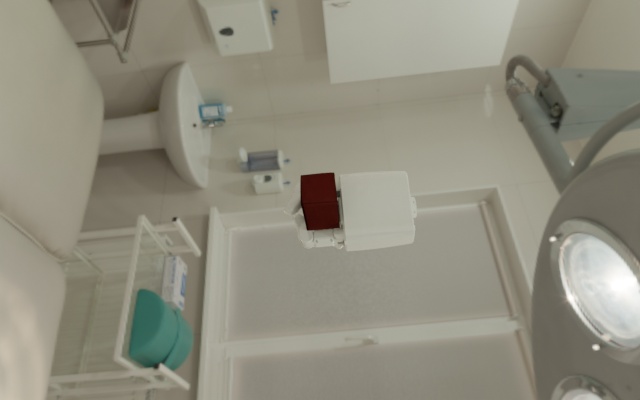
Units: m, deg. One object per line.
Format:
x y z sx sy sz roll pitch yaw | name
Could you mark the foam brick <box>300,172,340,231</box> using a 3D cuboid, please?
0.000 0.002 0.705 0.051 0.053 0.078 -5 -33 3 | foam brick
